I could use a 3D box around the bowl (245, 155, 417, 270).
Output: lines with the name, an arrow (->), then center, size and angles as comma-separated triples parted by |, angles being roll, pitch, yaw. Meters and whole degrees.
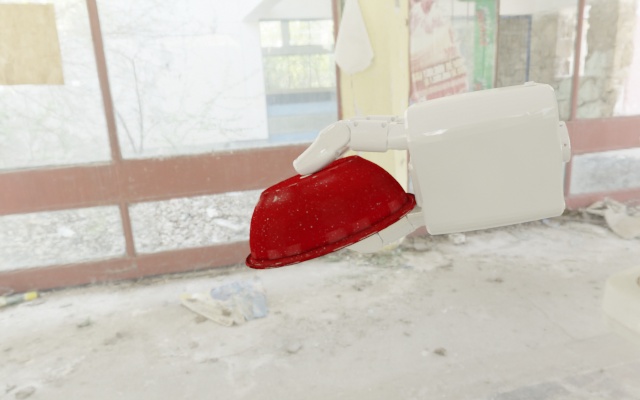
bowl -> -0.001, 0.001, 0.420 | 0.162, 0.055, 0.162 | -21, 8, 3
